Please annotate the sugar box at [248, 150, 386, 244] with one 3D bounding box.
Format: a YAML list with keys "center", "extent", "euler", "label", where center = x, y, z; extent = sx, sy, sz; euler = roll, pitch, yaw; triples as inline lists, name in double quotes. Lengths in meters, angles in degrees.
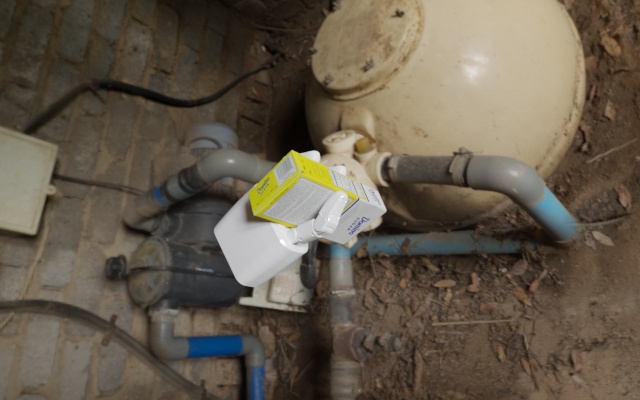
- center: [0.000, 0.002, 0.654]
  extent: [0.093, 0.048, 0.176]
  euler: [-40, -38, 26]
  label: "sugar box"
